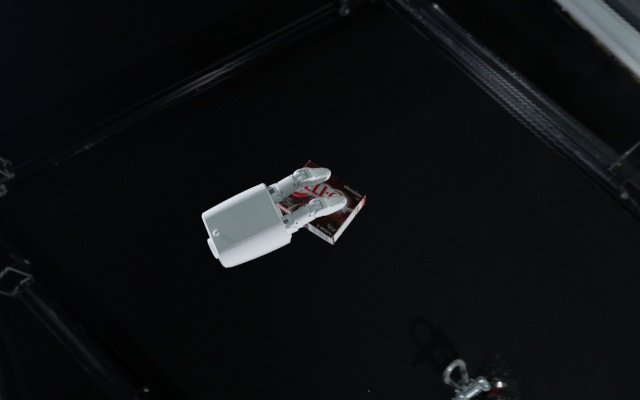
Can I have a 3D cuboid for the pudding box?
[{"bbox_3d":[0.000,0.003,0.752,0.113,0.090,0.039,34,-18,15],"label":"pudding box"}]
